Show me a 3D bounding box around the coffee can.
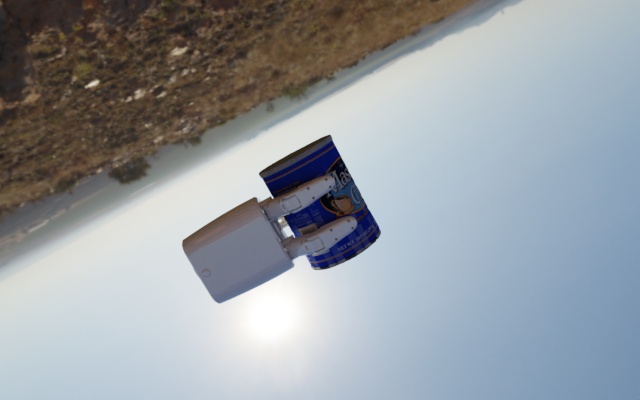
[{"bbox_3d":[0.000,0.002,0.607,0.103,0.140,0.103,-28,10,5],"label":"coffee can"}]
